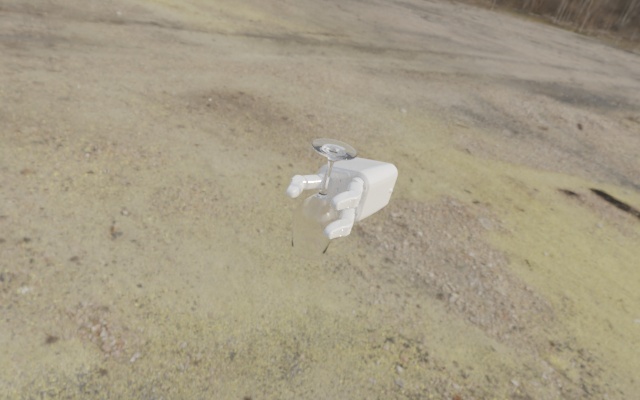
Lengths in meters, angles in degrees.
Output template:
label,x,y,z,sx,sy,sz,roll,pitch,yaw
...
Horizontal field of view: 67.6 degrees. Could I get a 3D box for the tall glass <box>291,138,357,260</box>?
label,x,y,z,sx,sy,sz,roll,pitch,yaw
tall glass,0.000,0.002,0.799,0.079,0.201,0.079,12,29,-6
